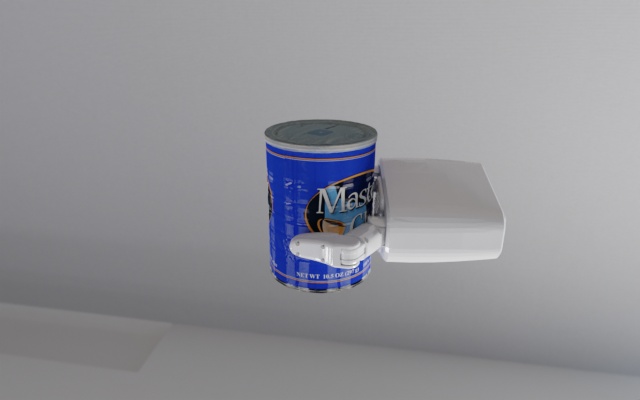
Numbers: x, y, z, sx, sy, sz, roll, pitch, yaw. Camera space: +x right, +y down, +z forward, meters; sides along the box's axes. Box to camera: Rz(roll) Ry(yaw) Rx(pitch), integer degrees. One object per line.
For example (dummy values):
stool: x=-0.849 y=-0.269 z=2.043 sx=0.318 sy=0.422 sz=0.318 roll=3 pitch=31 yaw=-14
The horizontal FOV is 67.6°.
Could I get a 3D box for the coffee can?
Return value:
coffee can: x=0.000 y=0.001 z=0.458 sx=0.103 sy=0.140 sz=0.102 roll=0 pitch=21 yaw=0
